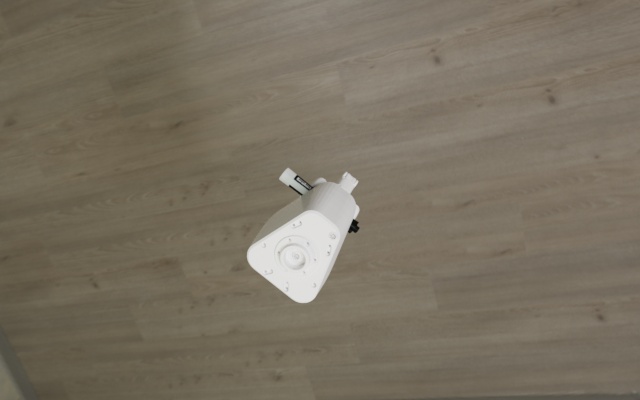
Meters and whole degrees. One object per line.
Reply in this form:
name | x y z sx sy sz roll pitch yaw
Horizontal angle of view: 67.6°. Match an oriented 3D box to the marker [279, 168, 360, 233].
marker | 0.000 0.002 0.613 0.121 0.020 0.020 38 -1 -2
